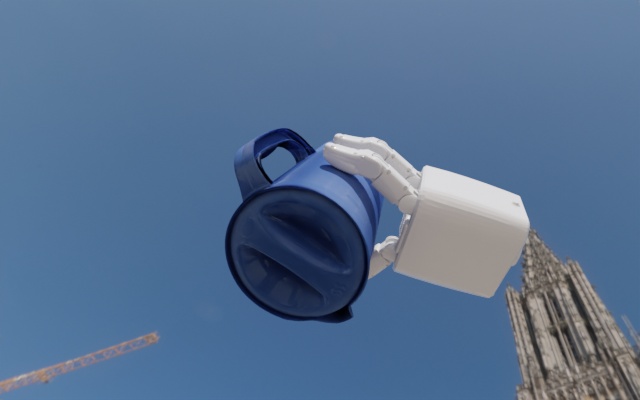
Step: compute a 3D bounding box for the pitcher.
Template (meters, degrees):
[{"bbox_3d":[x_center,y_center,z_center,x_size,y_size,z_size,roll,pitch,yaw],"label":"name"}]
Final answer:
[{"bbox_3d":[0.000,0.002,0.518,0.145,0.149,0.242,16,24,8],"label":"pitcher"}]
